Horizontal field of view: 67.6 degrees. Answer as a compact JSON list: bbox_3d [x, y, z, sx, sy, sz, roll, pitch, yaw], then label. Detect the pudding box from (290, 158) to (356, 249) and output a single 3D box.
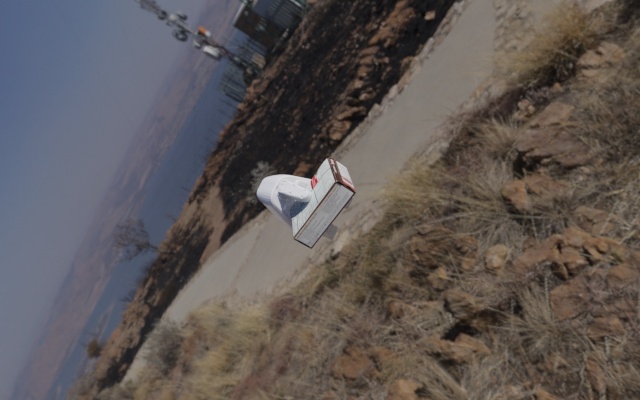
[{"bbox_3d":[0.000,0.002,0.710,0.039,0.113,0.090,28,21,-21],"label":"pudding box"}]
